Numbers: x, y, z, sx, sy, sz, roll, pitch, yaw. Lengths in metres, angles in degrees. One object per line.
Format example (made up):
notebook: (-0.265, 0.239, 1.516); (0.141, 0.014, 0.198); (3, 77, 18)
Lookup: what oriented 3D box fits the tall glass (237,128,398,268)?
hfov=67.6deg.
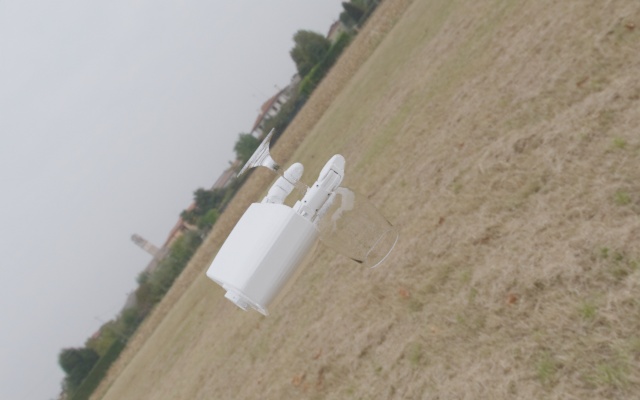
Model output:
tall glass: (0.000, 0.001, 0.588); (0.201, 0.079, 0.079); (37, -7, -10)
